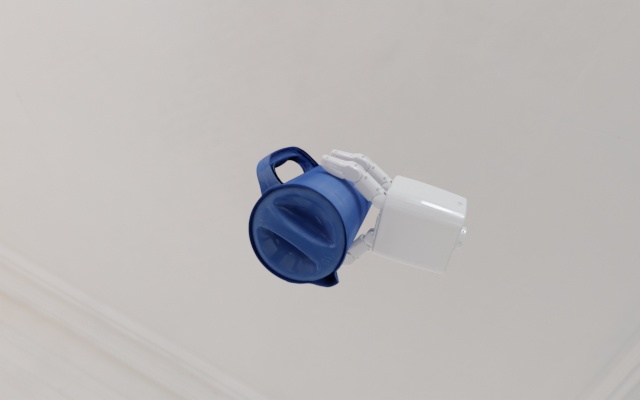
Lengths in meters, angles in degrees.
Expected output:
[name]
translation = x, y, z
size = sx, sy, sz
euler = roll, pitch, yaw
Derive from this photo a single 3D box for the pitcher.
[pitcher]
translation = 0.000, 0.002, 0.694
size = 0.145, 0.149, 0.242
euler = 17, 21, 13
